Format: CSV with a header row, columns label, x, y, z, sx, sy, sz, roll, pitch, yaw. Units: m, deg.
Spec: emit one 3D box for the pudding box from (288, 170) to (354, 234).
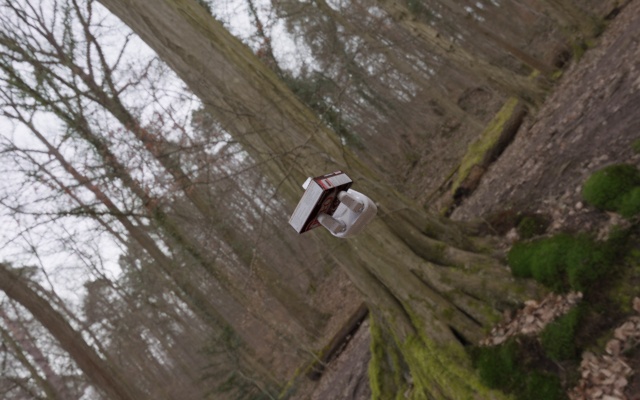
label,x,y,z,sx,sy,sz,roll,pitch,yaw
pudding box,0.000,0.003,0.875,0.039,0.113,0.090,42,35,22
